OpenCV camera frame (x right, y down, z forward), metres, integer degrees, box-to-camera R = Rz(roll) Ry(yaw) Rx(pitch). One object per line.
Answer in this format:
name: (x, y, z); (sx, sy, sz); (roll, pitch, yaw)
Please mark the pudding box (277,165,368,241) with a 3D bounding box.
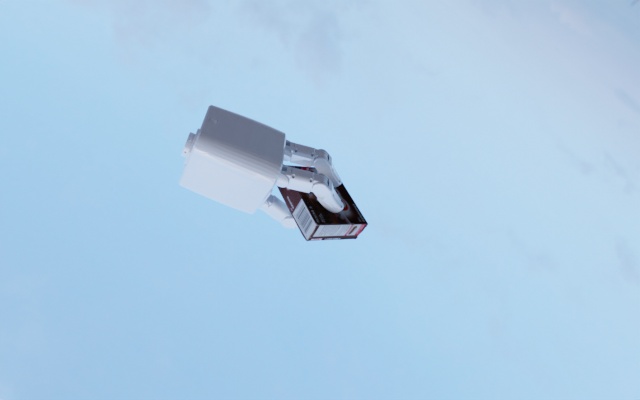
pudding box: (0.000, 0.002, 0.656); (0.090, 0.113, 0.039); (0, -41, -37)
